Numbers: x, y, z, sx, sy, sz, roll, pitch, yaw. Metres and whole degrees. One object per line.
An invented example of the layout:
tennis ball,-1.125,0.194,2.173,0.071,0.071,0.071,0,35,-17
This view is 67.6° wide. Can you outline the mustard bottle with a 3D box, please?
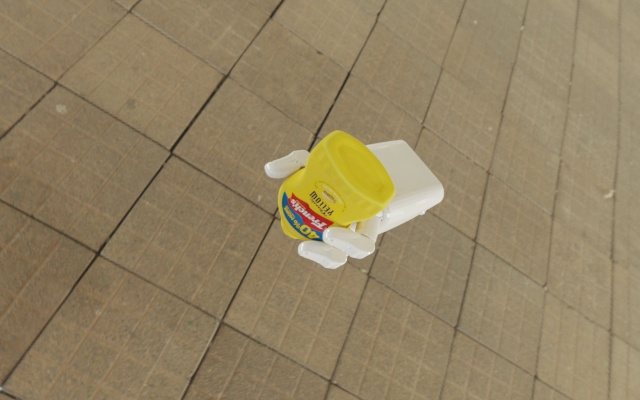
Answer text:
mustard bottle,0.000,0.002,0.565,0.058,0.096,0.192,-47,4,-35
